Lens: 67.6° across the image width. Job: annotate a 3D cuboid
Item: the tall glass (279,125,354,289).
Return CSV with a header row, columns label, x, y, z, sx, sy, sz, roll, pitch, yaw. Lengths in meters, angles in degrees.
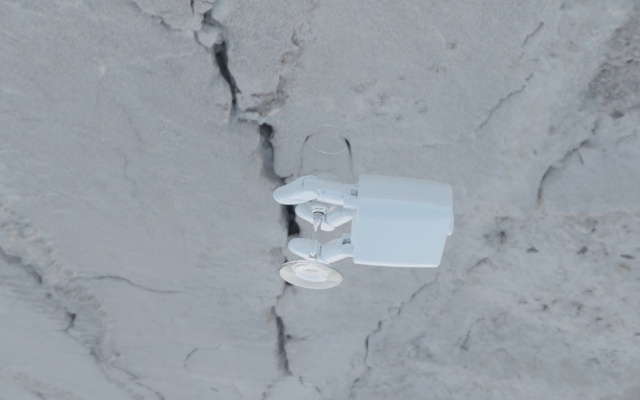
label,x,y,z,sx,sy,sz,roll,pitch,yaw
tall glass,0.000,0.002,0.594,0.079,0.201,0.079,5,-32,3
